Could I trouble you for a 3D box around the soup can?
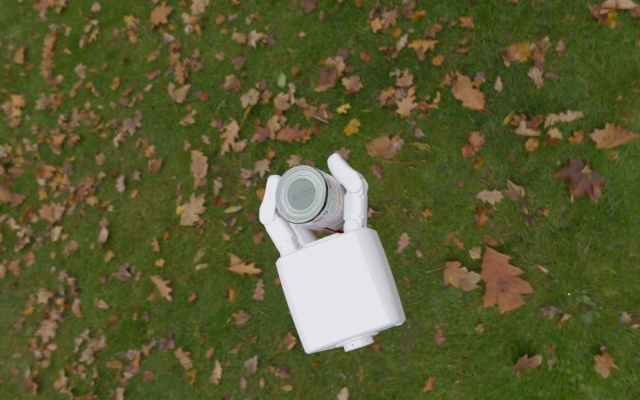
[{"bbox_3d":[0.000,0.001,0.564,0.068,0.068,0.102,0,-10,27],"label":"soup can"}]
